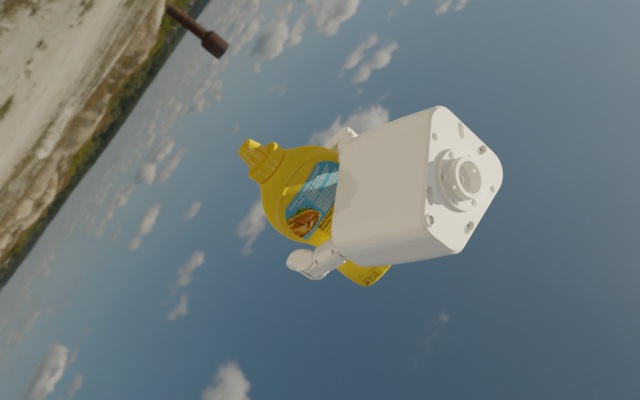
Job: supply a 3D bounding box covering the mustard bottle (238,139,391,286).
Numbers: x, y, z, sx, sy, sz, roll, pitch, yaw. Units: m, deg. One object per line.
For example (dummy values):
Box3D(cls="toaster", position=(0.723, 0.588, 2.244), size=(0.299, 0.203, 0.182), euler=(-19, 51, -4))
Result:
Box3D(cls="mustard bottle", position=(0.000, 0.002, 0.478), size=(0.192, 0.096, 0.058), euler=(36, -4, -24))
